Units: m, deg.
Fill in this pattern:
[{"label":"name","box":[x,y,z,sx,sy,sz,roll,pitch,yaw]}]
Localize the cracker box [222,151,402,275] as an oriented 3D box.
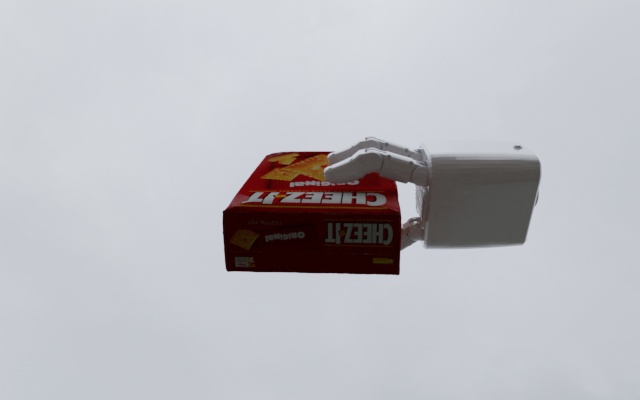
[{"label":"cracker box","box":[0.000,0.002,0.528,0.164,0.072,0.213,0,19,5]}]
